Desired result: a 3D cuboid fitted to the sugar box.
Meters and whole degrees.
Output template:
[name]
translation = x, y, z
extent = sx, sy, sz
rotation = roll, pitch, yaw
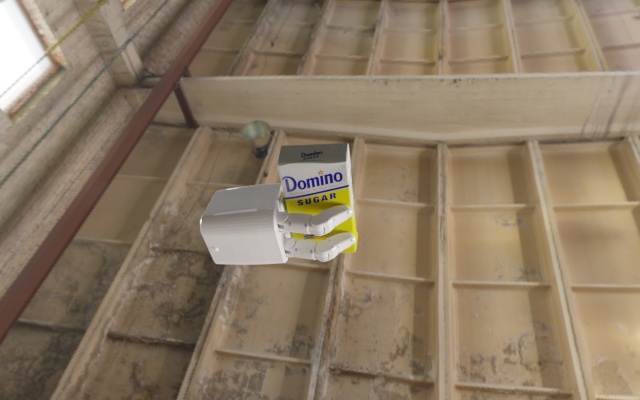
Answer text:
[sugar box]
translation = 0.000, 0.003, 0.672
extent = 0.093, 0.048, 0.176
rotation = -2, -44, 9
